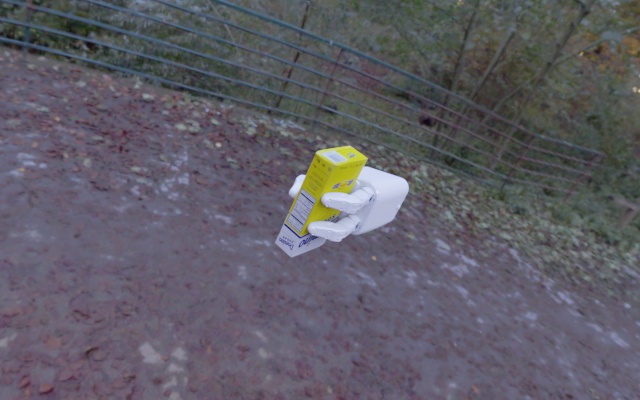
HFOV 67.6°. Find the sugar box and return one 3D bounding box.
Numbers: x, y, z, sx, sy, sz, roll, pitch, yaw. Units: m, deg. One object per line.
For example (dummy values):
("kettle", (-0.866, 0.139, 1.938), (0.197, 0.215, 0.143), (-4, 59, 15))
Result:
("sugar box", (0.001, 0.003, 0.748), (0.048, 0.176, 0.093), (37, 30, 26))
